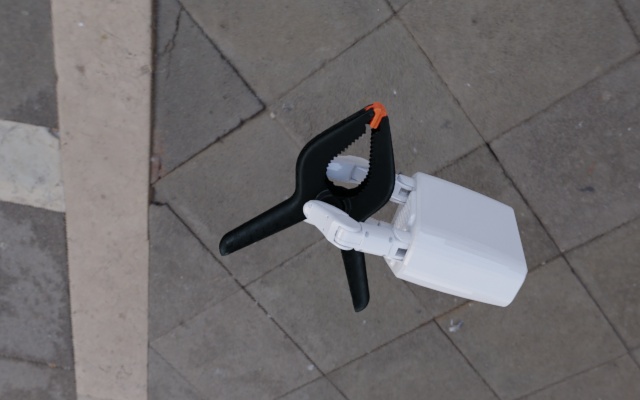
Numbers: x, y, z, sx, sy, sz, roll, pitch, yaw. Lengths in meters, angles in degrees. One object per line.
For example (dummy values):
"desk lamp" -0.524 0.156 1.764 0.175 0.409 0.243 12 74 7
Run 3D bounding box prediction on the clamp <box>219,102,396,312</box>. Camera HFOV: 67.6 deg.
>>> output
"clamp" 0.000 0.001 0.456 0.164 0.210 0.036 17 23 -5
